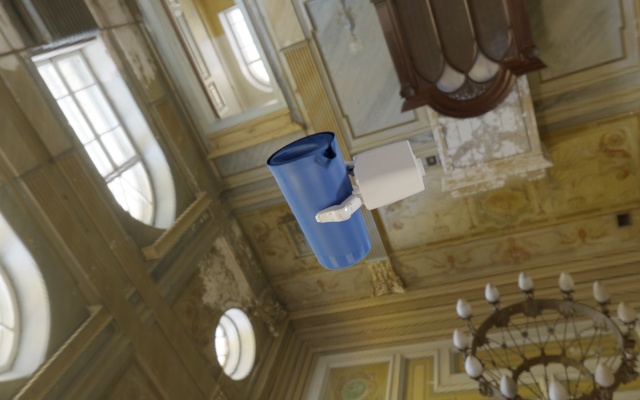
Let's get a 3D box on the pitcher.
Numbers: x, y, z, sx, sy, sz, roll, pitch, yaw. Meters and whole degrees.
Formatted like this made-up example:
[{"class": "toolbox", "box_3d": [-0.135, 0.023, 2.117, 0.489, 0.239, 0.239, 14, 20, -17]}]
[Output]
[{"class": "pitcher", "box_3d": [0.000, 0.003, 0.898, 0.145, 0.243, 0.149, -19, 22, 10]}]
